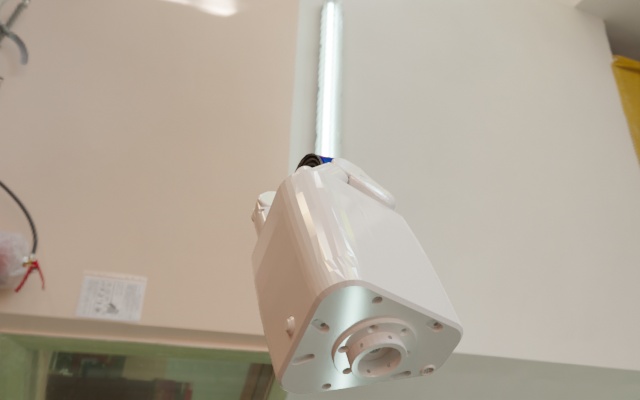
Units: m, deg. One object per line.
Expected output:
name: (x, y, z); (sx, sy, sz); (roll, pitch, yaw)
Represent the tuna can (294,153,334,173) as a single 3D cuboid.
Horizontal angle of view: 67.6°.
tuna can: (0.001, 0.001, 0.438); (0.034, 0.086, 0.086); (7, -3, -23)
